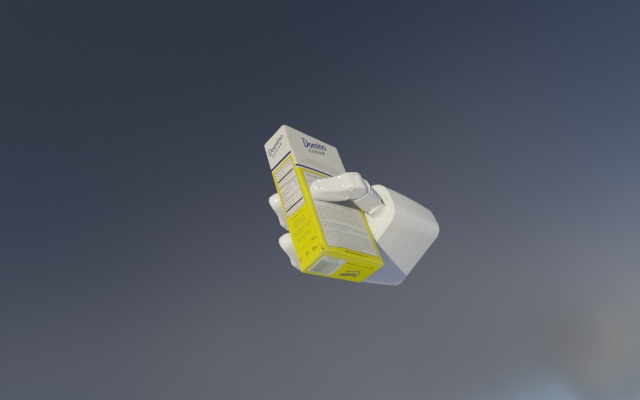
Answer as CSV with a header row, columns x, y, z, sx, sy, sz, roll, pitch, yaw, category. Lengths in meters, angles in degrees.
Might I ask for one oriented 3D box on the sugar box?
x,y,z,sx,sy,sz,roll,pitch,yaw,category
0.000,0.002,0.538,0.093,0.176,0.048,19,-52,-41,sugar box
